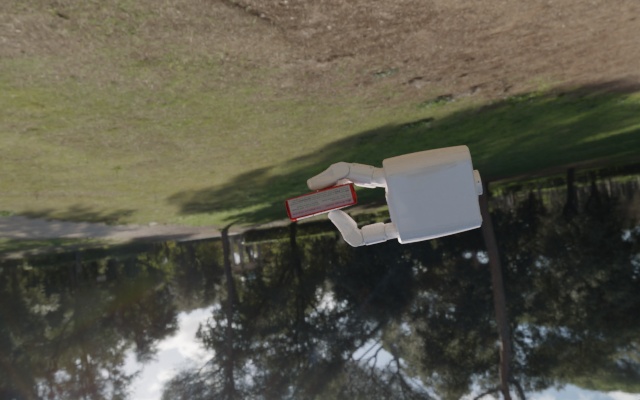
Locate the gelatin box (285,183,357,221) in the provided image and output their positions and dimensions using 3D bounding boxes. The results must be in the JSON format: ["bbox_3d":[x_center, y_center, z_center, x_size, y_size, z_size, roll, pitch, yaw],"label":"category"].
[{"bbox_3d":[0.000,0.003,0.629,0.089,0.030,0.073,-15,-2,-2],"label":"gelatin box"}]
